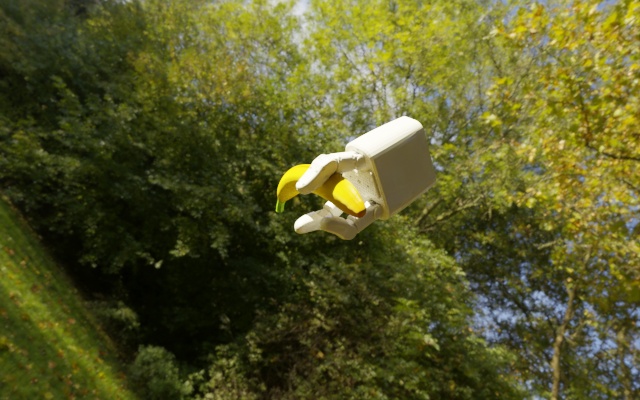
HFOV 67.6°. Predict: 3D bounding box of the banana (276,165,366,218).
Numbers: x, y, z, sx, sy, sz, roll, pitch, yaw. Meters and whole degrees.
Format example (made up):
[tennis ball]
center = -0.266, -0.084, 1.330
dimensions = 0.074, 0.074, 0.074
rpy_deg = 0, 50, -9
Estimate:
[banana]
center = -0.007, -0.016, 0.652
dimensions = 0.037, 0.069, 0.198
rpy_deg = -22, 14, -32
